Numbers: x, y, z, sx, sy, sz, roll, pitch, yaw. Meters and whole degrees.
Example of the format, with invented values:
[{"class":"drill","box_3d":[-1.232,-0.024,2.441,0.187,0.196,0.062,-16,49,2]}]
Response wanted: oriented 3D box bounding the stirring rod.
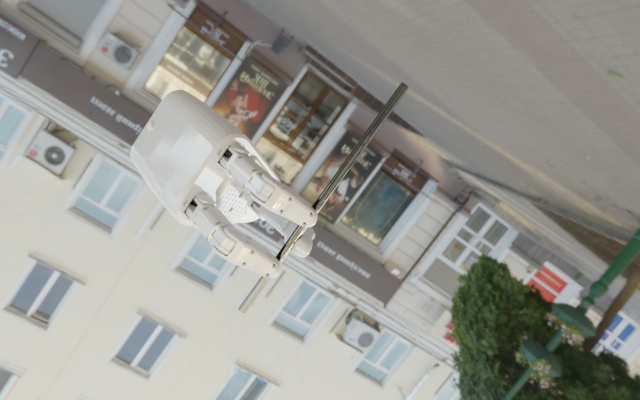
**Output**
[{"class":"stirring rod","box_3d":[0.000,0.001,0.410,0.011,0.239,0.011,35,7,-5]}]
